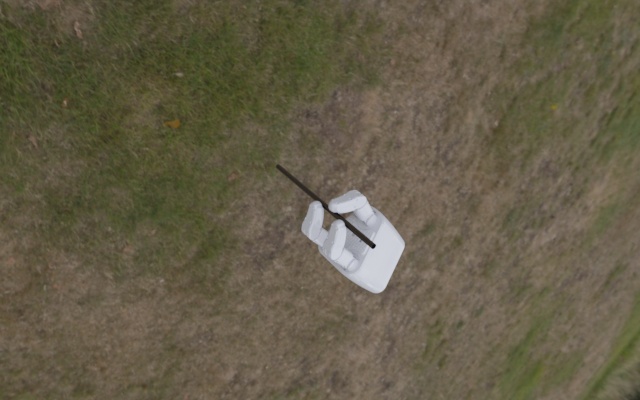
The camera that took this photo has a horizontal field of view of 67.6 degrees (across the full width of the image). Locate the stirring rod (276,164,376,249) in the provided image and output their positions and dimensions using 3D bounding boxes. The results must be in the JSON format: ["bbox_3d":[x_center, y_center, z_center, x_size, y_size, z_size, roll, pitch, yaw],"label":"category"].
[{"bbox_3d":[0.000,0.002,0.705,0.011,0.011,0.239,0,29,-42],"label":"stirring rod"}]
